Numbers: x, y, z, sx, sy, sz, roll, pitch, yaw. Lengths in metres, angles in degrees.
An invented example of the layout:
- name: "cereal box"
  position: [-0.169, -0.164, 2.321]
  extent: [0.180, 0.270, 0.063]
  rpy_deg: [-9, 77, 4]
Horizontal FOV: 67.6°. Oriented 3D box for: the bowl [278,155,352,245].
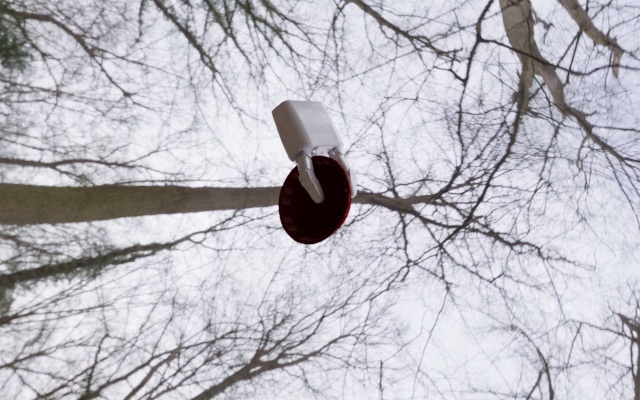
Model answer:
- name: "bowl"
  position: [0.001, 0.004, 0.863]
  extent: [0.162, 0.162, 0.055]
  rpy_deg: [0, -11, 38]
